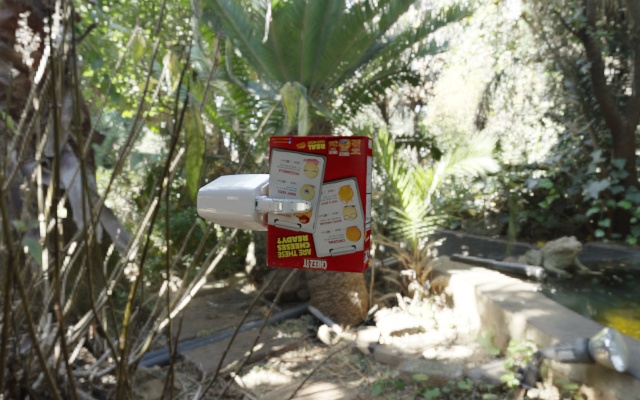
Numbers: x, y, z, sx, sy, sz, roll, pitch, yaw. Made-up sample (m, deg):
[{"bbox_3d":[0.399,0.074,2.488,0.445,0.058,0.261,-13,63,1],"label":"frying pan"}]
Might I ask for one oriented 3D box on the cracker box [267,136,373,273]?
[{"bbox_3d":[0.000,0.002,0.782,0.164,0.214,0.072,2,3,16],"label":"cracker box"}]
